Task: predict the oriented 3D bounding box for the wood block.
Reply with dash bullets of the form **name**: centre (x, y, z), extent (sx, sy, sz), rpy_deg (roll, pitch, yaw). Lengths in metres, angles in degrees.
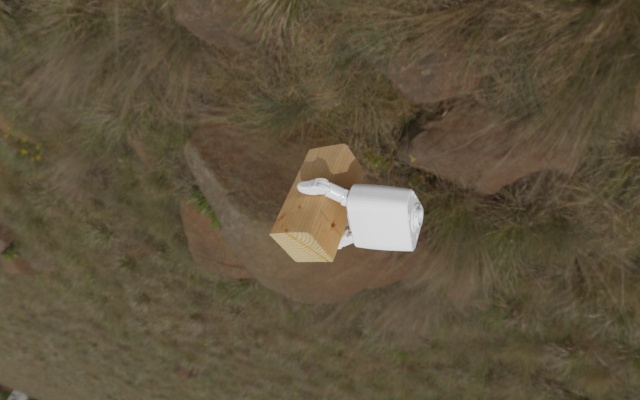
- **wood block**: centre (0.000, 0.003, 0.887), extent (0.090, 0.206, 0.091), rpy_deg (-5, -42, 36)
